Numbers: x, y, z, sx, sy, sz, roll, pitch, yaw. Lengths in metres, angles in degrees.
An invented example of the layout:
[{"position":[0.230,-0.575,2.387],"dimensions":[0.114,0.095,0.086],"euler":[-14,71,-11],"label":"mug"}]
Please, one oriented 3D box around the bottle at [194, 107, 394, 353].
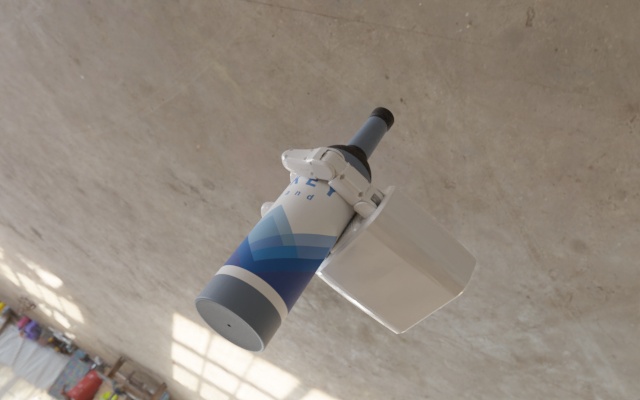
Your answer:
[{"position":[0.000,0.002,0.455],"dimensions":[0.069,0.069,0.295],"euler":[0,41,40],"label":"bottle"}]
